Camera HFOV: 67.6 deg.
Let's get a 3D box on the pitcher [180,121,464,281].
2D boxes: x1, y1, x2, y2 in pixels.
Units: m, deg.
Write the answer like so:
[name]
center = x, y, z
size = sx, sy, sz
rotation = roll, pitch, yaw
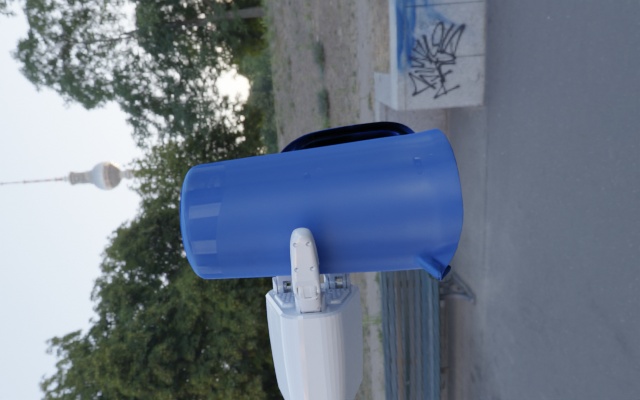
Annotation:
[pitcher]
center = 0.000, 0.002, 0.459
size = 0.243, 0.145, 0.149
rotation = -5, 8, -1
